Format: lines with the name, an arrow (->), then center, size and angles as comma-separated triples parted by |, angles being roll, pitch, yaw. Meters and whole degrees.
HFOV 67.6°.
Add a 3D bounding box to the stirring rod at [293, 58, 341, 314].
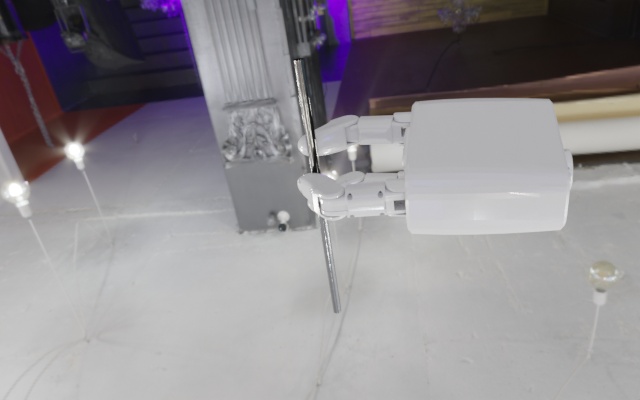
stirring rod -> 0.000, 0.001, 0.409 | 0.011, 0.240, 0.011 | -7, 27, 4
